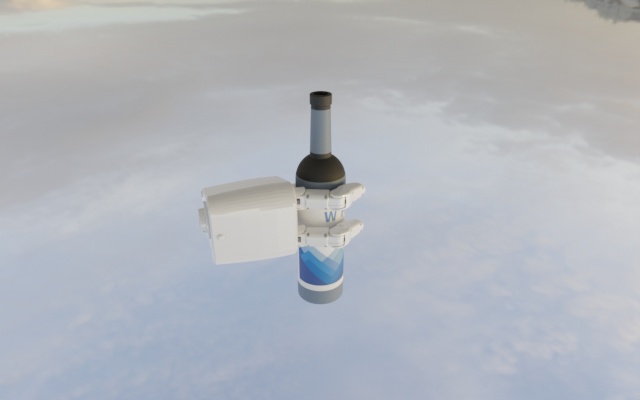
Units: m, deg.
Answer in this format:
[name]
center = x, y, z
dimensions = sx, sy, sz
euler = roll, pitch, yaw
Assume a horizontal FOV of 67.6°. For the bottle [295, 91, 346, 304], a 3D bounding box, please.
[bottle]
center = 0.000, 0.002, 0.643
dimensions = 0.069, 0.296, 0.069
euler = 0, 27, 0
